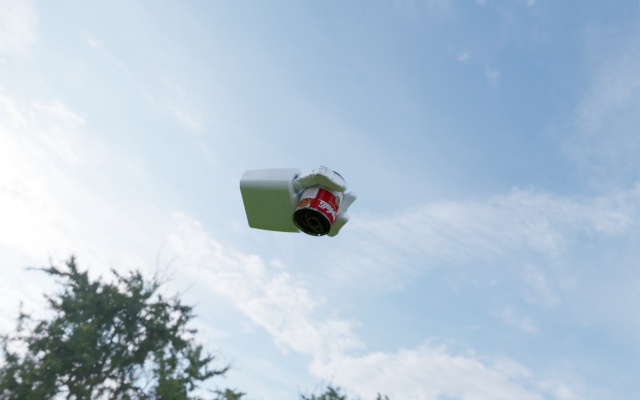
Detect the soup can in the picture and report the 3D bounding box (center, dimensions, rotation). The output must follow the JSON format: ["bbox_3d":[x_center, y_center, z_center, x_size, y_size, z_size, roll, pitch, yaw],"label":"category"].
[{"bbox_3d":[0.001,0.002,0.824,0.068,0.069,0.102,0,43,24],"label":"soup can"}]
